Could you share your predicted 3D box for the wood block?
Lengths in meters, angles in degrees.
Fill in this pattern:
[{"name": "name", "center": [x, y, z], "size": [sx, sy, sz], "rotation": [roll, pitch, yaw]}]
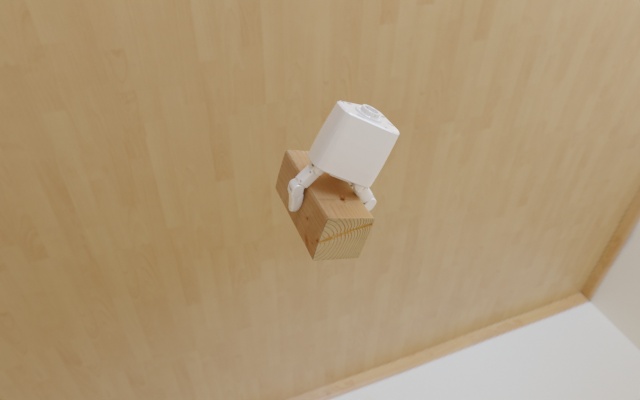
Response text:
[{"name": "wood block", "center": [0.000, 0.003, 0.850], "size": [0.091, 0.090, 0.206], "rotation": [1, 36, -27]}]
